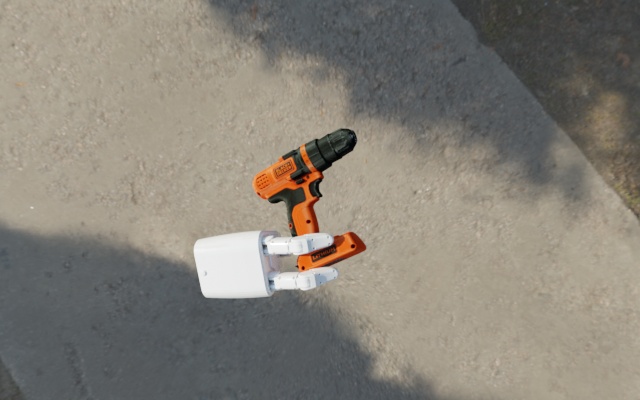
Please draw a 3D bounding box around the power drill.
[{"bbox_3d":[0.000,0.003,0.726,0.184,0.187,0.057,-28,-17,21],"label":"power drill"}]
